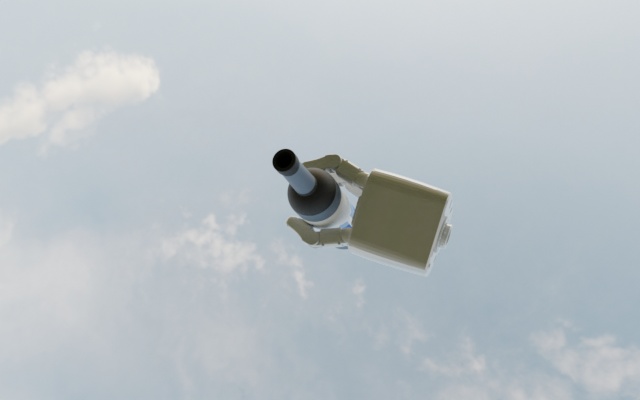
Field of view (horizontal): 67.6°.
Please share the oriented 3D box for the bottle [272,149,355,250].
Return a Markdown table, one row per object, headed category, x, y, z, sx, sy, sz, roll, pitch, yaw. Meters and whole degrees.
| category | x | y | z | sx | sy | sz | roll | pitch | yaw |
| --- | --- | --- | --- | --- | --- | --- | --- | --- | --- |
| bottle | 0.000 | 0.002 | 0.648 | 0.069 | 0.069 | 0.296 | 0 | -18 | 16 |
